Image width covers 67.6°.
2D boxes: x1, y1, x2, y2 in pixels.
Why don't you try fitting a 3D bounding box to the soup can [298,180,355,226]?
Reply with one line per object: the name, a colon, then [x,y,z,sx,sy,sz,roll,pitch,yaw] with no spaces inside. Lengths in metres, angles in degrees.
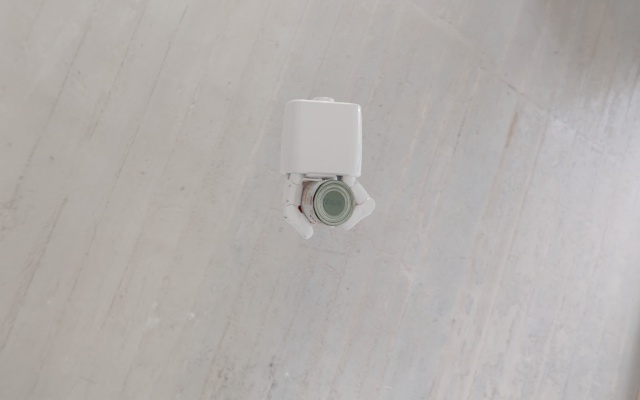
soup can: [0.000,0.003,0.715,0.068,0.068,0.102,0,1,-24]
